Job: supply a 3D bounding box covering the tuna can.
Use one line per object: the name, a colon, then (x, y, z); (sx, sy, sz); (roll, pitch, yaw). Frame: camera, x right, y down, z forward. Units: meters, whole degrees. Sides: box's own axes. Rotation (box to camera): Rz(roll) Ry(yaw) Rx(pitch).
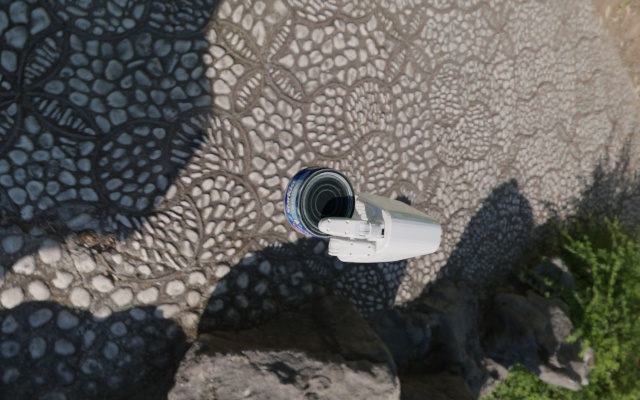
tuna can: (0.000, 0.002, 0.578); (0.086, 0.086, 0.034); (0, 5, -33)
